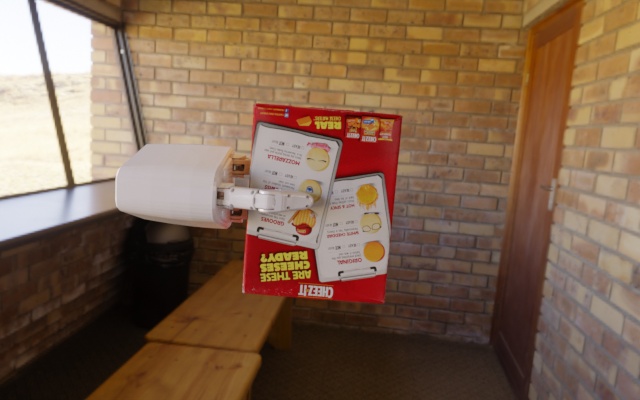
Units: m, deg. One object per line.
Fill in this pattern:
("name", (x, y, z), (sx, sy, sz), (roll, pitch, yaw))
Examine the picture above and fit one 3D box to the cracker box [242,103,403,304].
("cracker box", (0.000, 0.002, 0.556), (0.164, 0.214, 0.072), (4, 8, 0))
